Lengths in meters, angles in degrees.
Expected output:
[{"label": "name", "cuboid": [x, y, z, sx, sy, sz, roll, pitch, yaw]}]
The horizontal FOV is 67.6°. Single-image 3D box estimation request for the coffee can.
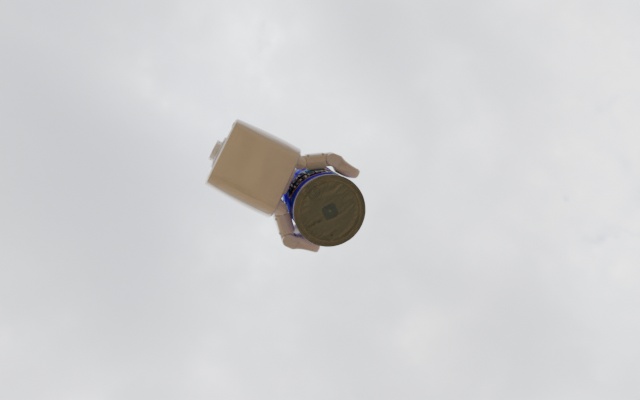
[{"label": "coffee can", "cuboid": [0.000, 0.002, 0.725, 0.103, 0.103, 0.140, 0, 11, -11]}]
